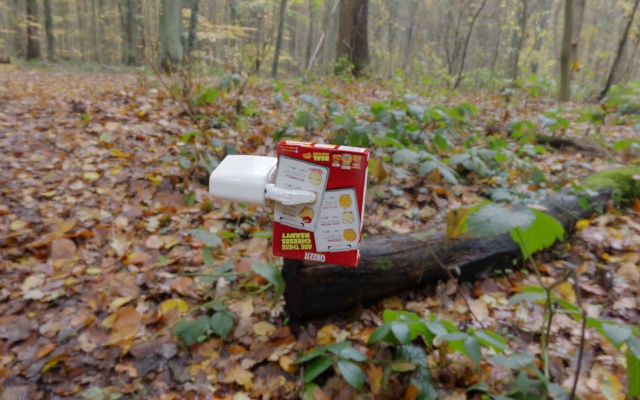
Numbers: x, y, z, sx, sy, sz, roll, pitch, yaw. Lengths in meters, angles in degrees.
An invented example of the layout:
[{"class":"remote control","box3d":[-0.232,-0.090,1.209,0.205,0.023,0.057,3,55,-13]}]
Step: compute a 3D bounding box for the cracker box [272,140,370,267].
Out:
[{"class":"cracker box","box3d":[0.000,0.003,0.886,0.164,0.214,0.072,7,15,10]}]
